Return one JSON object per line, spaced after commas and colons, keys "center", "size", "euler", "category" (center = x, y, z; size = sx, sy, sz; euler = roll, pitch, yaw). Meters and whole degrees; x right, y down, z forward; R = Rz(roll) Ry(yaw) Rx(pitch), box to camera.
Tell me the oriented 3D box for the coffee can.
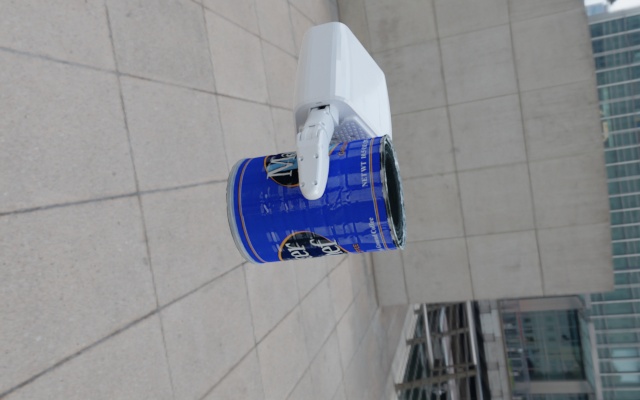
{"center": [0.000, 0.002, 0.438], "size": [0.140, 0.103, 0.103], "euler": [-8, -2, 17], "category": "coffee can"}
